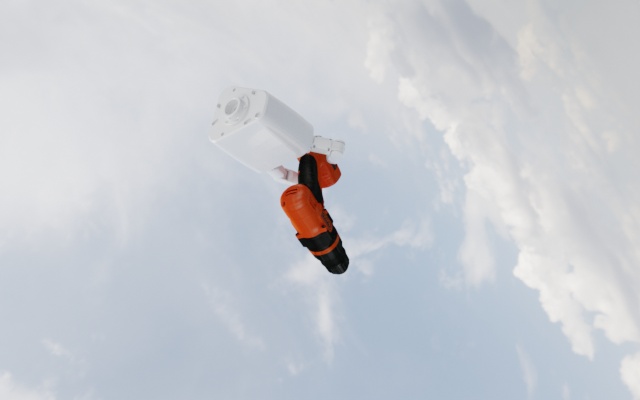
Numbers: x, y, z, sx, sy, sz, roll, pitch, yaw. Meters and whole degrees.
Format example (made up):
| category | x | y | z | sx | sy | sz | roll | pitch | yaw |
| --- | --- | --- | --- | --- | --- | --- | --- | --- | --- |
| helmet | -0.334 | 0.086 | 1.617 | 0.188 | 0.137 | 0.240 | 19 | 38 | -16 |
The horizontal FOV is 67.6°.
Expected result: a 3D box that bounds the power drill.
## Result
| category | x | y | z | sx | sy | sz | roll | pitch | yaw |
| --- | --- | --- | --- | --- | --- | --- | --- | --- | --- |
| power drill | 0.000 | 0.002 | 0.755 | 0.057 | 0.187 | 0.185 | -16 | -48 | 15 |
